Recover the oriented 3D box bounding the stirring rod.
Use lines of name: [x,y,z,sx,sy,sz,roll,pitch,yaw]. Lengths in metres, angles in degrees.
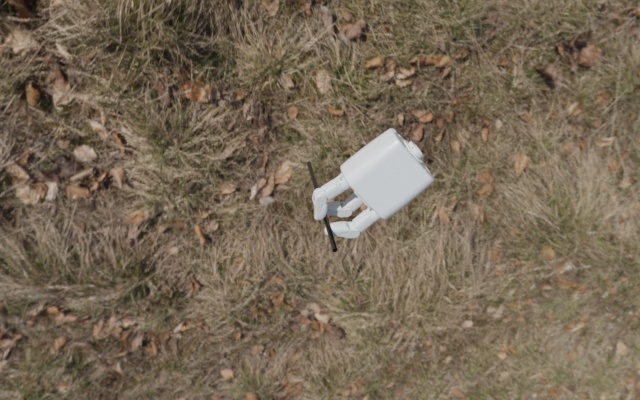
stirring rod: [0.000,0.003,0.846,0.011,0.011,0.239,0,40,-14]
